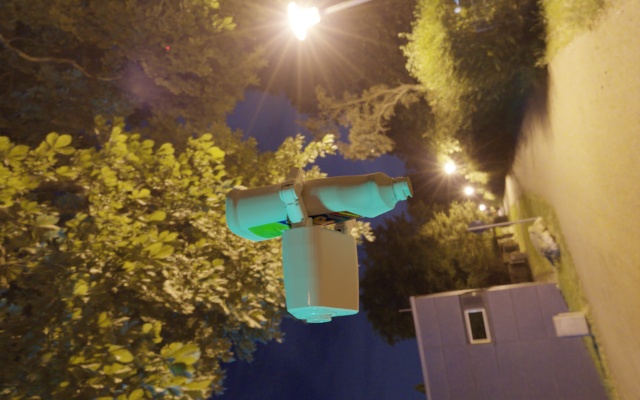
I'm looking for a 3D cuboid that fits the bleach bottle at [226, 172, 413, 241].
[{"bbox_3d":[0.000,0.002,0.668,0.251,0.068,0.102,-11,-21,20],"label":"bleach bottle"}]
